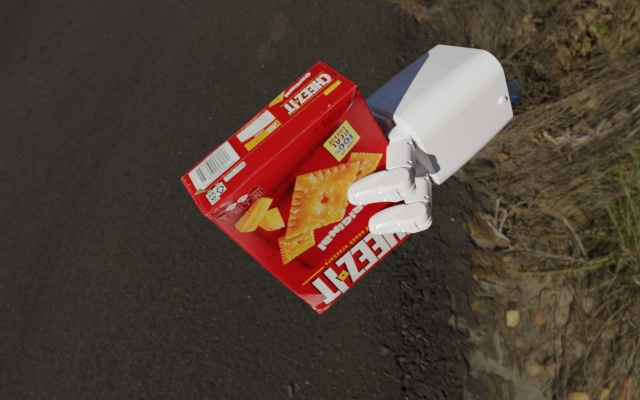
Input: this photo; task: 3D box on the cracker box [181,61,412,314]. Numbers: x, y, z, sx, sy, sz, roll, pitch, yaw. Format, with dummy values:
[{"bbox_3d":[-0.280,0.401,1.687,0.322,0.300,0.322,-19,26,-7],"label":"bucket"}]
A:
[{"bbox_3d":[0.000,0.001,0.471,0.072,0.164,0.214,48,-3,45],"label":"cracker box"}]
